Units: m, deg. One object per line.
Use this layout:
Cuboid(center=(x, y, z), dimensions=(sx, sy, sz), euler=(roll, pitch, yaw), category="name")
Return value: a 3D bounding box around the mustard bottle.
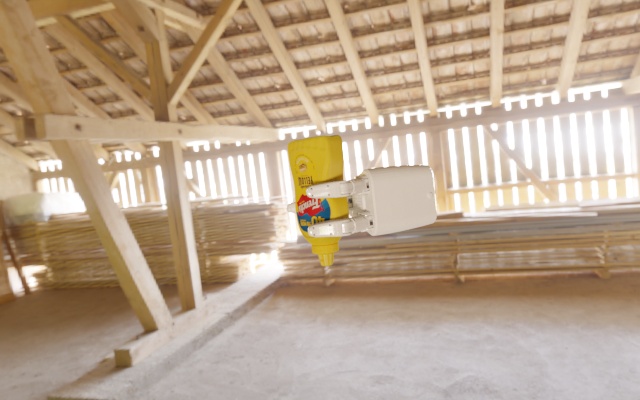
Cuboid(center=(0.000, 0.002, 0.714), dimensions=(0.058, 0.191, 0.096), euler=(-10, 6, -42), category="mustard bottle")
